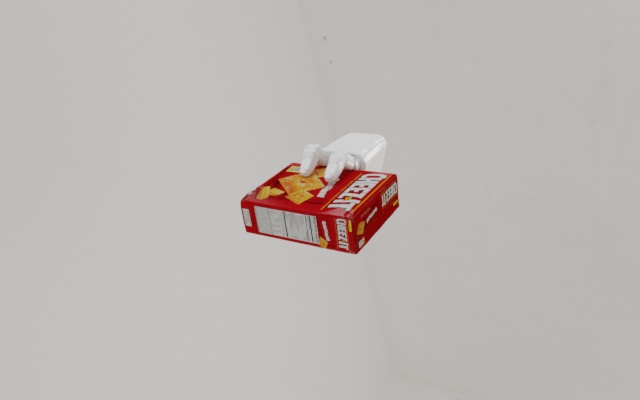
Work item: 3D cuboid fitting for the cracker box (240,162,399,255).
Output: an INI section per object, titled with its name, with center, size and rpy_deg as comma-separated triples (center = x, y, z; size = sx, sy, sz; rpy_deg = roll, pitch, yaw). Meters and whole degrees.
[cracker box]
center = 0.000, 0.003, 0.796
size = 0.213, 0.072, 0.164
rpy_deg = 8, 31, 31
